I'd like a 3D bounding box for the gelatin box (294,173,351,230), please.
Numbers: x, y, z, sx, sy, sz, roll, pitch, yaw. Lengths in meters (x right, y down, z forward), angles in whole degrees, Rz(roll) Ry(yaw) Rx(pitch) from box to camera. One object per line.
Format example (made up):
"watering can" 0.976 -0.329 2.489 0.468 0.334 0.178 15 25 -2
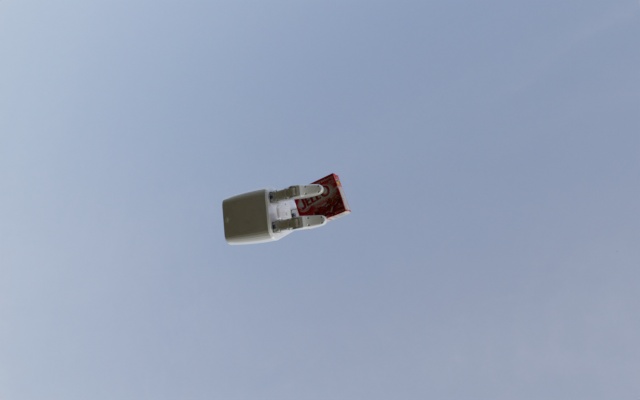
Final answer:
"gelatin box" 0.001 0.003 0.847 0.089 0.073 0.030 -23 -15 19
